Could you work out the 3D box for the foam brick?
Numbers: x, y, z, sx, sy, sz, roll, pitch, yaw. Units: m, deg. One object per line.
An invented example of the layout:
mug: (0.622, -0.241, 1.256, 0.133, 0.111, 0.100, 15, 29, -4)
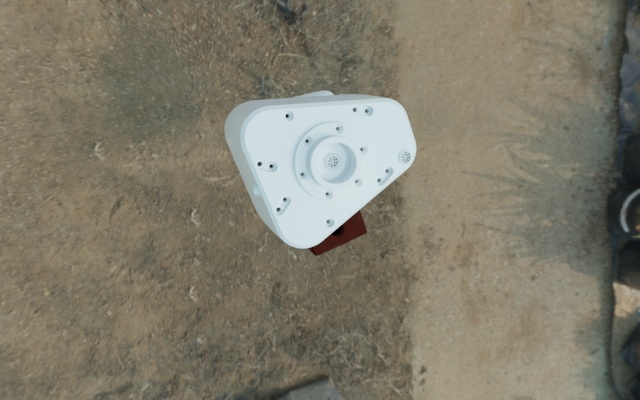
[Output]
foam brick: (0.000, 0.002, 0.432, 0.053, 0.078, 0.051, -24, 15, -10)
